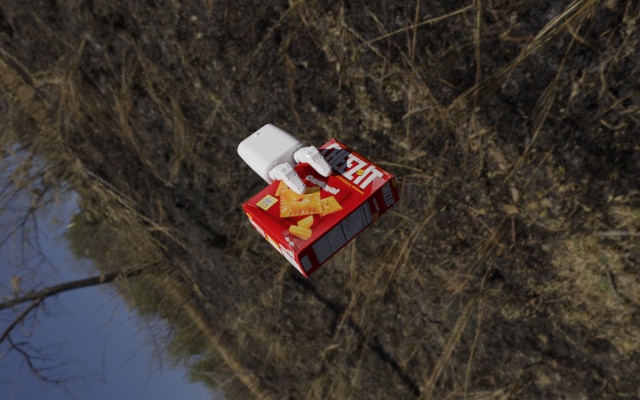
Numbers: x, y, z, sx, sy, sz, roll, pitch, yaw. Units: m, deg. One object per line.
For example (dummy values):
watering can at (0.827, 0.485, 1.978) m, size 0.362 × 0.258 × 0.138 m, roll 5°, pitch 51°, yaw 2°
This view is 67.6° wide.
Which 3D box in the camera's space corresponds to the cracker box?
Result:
cracker box at (0.000, 0.003, 0.817) m, size 0.213 × 0.072 × 0.164 m, roll -38°, pitch 49°, yaw -16°
